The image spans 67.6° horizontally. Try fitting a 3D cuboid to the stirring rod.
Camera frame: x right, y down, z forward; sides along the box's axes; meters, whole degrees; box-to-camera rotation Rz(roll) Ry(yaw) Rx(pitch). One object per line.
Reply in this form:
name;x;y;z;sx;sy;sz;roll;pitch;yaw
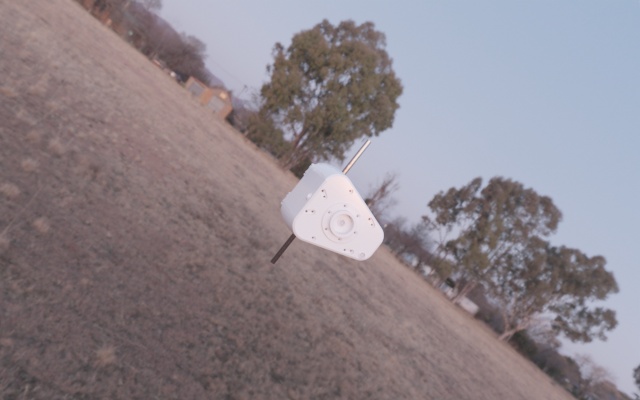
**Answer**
stirring rod;0.000;0.003;0.737;0.011;0.239;0.011;39;1;-1
